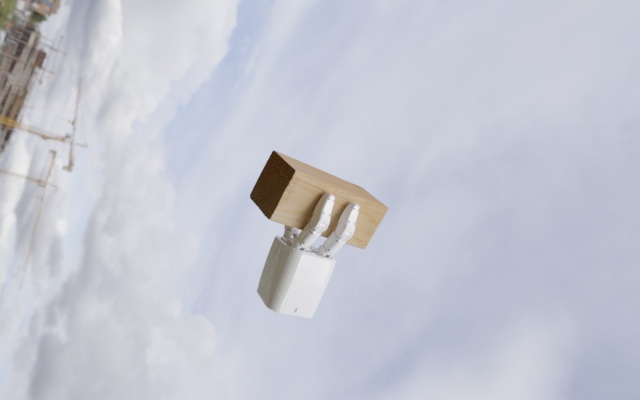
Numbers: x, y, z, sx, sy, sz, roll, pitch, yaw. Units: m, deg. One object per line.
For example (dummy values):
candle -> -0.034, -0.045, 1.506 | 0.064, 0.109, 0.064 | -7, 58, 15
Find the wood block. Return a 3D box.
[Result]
wood block -> 0.000, 0.003, 0.802 | 0.206, 0.090, 0.090 | 21, 13, -37
